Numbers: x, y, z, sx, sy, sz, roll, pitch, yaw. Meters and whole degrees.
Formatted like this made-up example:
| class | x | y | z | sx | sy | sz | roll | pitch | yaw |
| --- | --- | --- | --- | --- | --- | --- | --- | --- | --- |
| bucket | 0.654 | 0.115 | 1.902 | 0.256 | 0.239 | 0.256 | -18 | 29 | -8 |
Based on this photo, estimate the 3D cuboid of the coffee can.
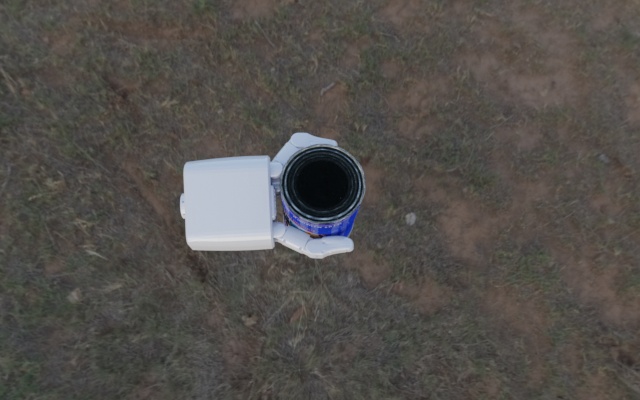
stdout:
| class | x | y | z | sx | sy | sz | roll | pitch | yaw |
| --- | --- | --- | --- | --- | --- | --- | --- | --- | --- |
| coffee can | 0.000 | 0.002 | 0.628 | 0.103 | 0.102 | 0.140 | 0 | -19 | -2 |
